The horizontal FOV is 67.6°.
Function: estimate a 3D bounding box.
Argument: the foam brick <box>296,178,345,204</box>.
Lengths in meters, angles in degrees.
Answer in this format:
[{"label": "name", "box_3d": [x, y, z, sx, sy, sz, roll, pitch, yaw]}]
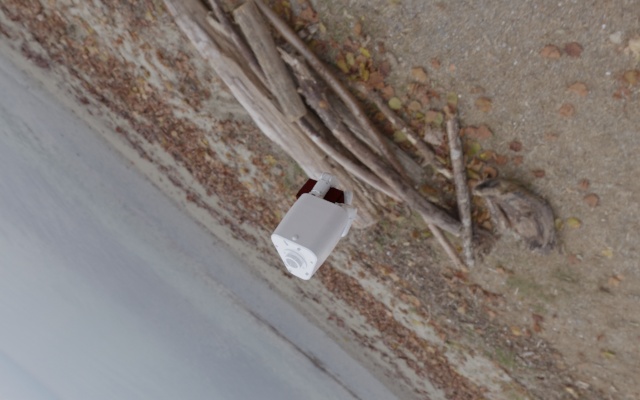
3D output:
[{"label": "foam brick", "box_3d": [0.000, 0.003, 0.898, 0.078, 0.051, 0.053, 22, -36, 23]}]
